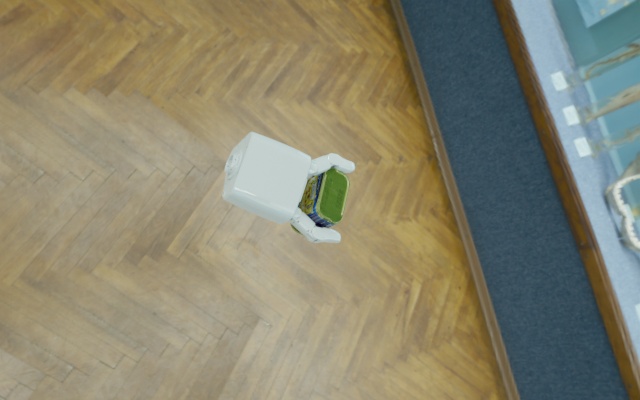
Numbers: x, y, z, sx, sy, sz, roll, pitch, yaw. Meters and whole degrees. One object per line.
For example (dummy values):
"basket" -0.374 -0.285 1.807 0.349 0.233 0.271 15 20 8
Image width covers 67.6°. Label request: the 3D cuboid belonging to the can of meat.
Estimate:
"can of meat" 0.000 0.003 0.809 0.057 0.102 0.084 26 -30 -24
